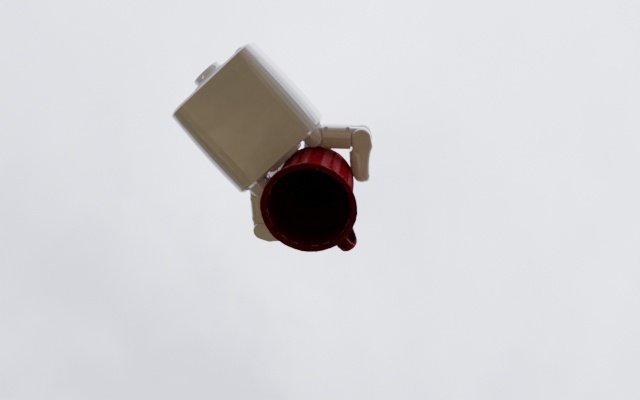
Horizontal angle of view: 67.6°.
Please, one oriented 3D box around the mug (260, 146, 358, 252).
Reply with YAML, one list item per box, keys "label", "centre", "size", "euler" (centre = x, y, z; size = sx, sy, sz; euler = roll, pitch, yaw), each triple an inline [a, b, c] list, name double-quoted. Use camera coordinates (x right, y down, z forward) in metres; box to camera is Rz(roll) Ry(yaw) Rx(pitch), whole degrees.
- label: "mug"
  centre: [0.001, 0.003, 0.492]
  size: [0.093, 0.117, 0.081]
  euler: [-36, 15, 19]
